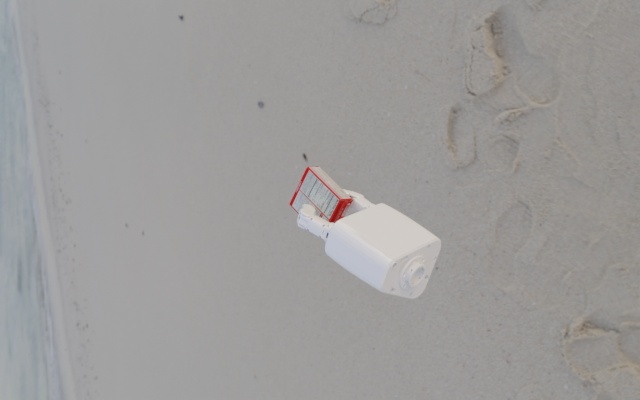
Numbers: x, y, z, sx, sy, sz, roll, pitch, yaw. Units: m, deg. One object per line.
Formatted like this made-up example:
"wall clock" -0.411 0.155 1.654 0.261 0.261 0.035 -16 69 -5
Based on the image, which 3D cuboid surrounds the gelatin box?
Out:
"gelatin box" 0.000 0.002 0.722 0.030 0.073 0.089 -5 40 -46
